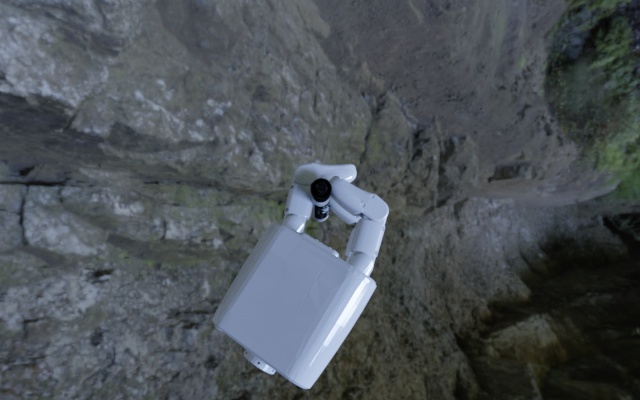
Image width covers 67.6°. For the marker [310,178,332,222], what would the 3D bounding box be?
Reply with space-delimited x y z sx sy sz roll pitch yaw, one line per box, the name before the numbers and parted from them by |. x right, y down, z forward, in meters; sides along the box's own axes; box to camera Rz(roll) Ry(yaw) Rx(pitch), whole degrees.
marker | 0.000 0.001 0.464 0.020 0.020 0.121 0 -12 -1
